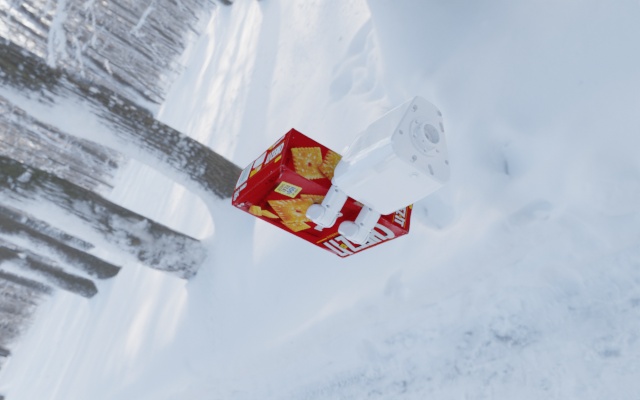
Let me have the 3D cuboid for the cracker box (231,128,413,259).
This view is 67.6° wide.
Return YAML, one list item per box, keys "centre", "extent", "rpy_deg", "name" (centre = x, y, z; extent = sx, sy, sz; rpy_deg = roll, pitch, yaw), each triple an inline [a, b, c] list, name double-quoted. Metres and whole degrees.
- centre: [0.000, 0.002, 0.695]
  extent: [0.214, 0.072, 0.164]
  rpy_deg: [28, -32, -23]
  name: "cracker box"
